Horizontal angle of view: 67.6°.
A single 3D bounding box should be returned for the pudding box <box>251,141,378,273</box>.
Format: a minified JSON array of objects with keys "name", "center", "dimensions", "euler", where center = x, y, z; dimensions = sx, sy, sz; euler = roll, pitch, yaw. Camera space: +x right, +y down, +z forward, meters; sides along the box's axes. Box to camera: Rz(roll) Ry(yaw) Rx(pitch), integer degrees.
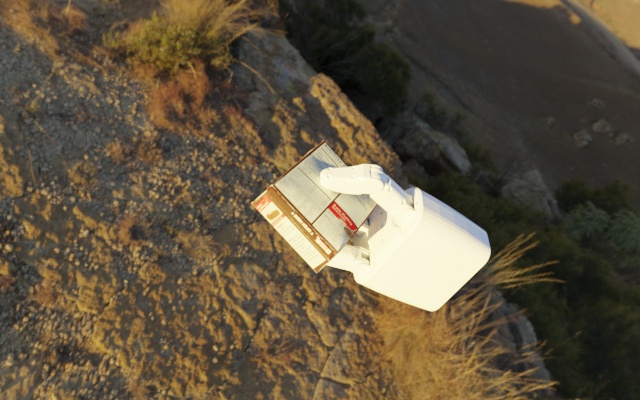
[{"name":"pudding box","center":[0.000,0.001,0.470],"dimensions":[0.039,0.090,0.113],"euler":[-42,2,38]}]
